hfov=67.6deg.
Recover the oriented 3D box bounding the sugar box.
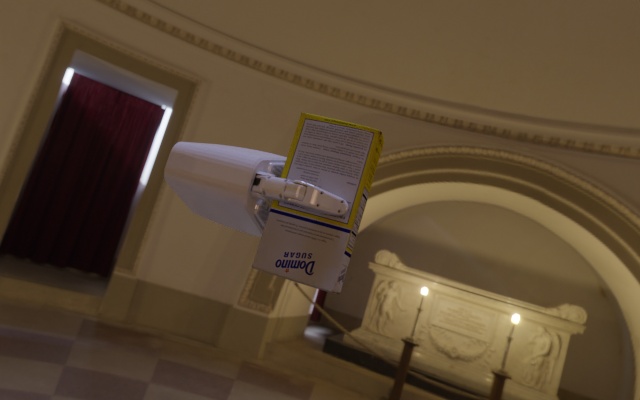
[{"bbox_3d":[0.000,0.002,0.510,0.093,0.176,0.048,15,-7,17],"label":"sugar box"}]
